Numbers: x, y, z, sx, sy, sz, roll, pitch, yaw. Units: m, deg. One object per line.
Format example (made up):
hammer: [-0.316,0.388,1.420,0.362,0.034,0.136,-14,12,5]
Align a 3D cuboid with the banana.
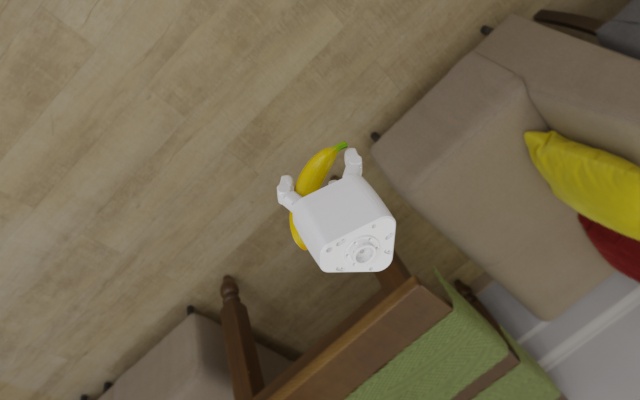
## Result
banana: [-0.015,-0.002,0.750,0.069,0.198,0.037,6,27,-32]
